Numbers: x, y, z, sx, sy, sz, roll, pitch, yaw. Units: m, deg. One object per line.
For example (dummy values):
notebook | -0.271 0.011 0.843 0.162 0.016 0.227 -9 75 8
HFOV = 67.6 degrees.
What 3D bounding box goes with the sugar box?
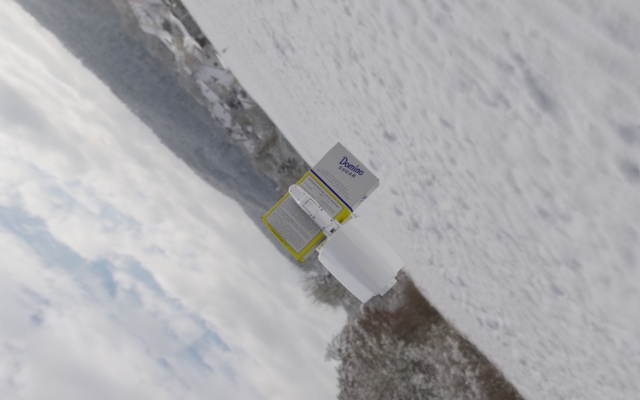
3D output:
sugar box | 0.000 0.003 0.754 0.176 0.093 0.048 -44 -14 -3
